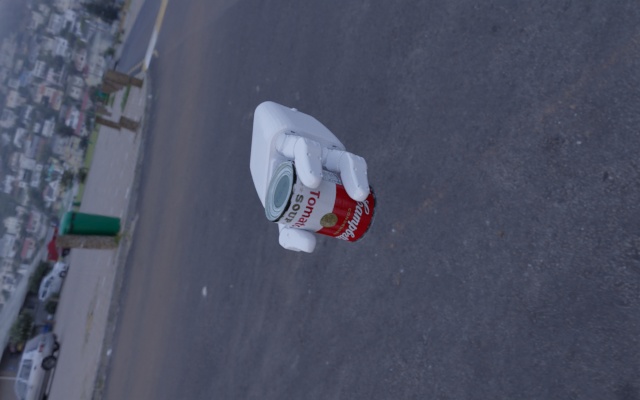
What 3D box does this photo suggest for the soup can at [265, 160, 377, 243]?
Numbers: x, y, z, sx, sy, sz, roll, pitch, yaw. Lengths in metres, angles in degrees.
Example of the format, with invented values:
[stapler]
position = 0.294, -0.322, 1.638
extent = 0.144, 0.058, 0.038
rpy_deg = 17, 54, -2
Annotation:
[soup can]
position = 0.000, 0.002, 0.513
extent = 0.102, 0.068, 0.068
rpy_deg = 16, -7, -27
